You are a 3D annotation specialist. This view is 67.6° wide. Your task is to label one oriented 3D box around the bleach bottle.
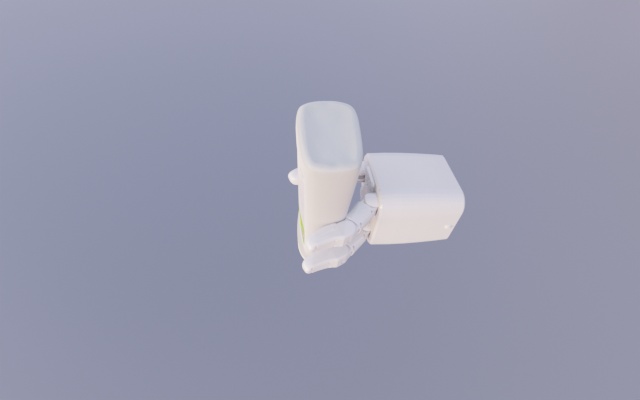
[{"bbox_3d":[0.000,0.002,0.593,0.068,0.102,0.251,-1,-34,-6],"label":"bleach bottle"}]
